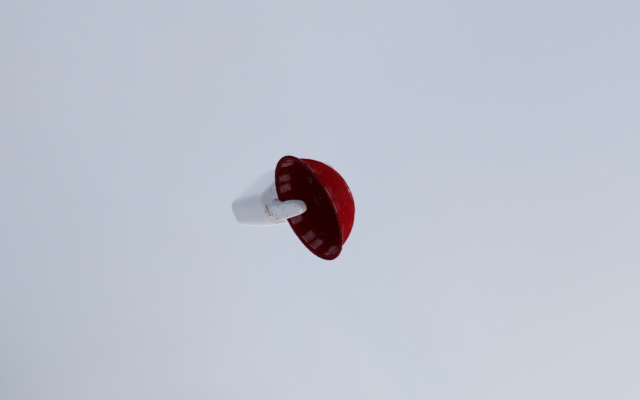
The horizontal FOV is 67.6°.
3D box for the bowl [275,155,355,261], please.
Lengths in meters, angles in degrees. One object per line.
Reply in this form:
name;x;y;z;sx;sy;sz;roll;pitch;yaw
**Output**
bowl;0.001;0.002;0.683;0.055;0.162;0.162;-26;12;-27
